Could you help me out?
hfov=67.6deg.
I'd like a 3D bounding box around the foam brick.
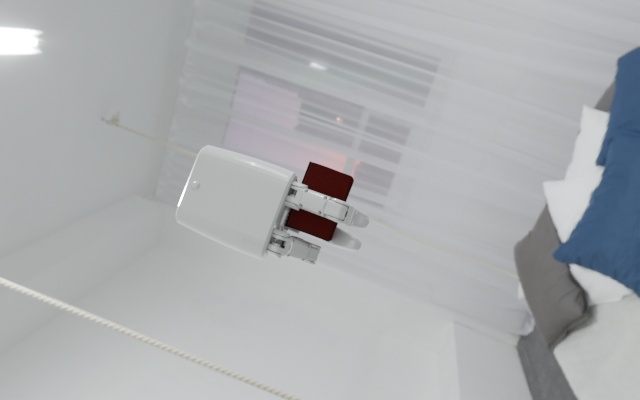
[{"bbox_3d":[0.000,0.002,0.538,0.051,0.078,0.053,21,-2,6],"label":"foam brick"}]
